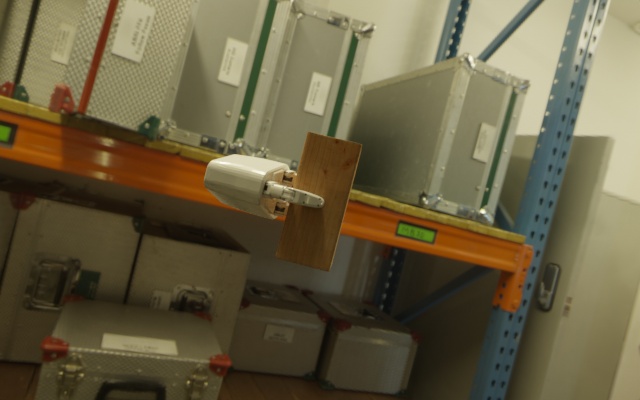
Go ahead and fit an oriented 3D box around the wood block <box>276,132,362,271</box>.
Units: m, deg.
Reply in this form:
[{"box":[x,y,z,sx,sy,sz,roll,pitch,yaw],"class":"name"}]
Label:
[{"box":[0.000,0.002,0.788,0.090,0.206,0.091,14,0,5],"class":"wood block"}]
